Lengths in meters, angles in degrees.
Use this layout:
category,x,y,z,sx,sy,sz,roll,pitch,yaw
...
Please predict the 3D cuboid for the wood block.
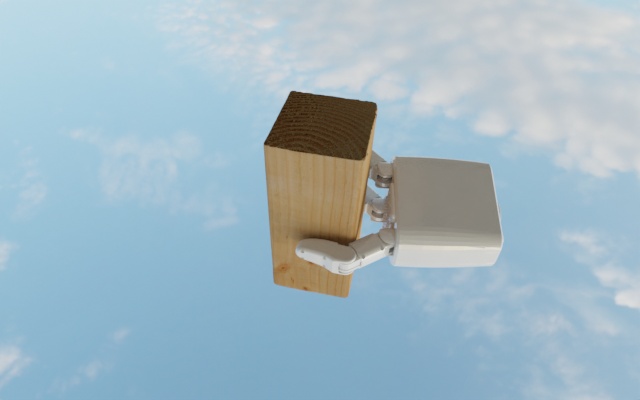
category,x,y,z,sx,sy,sz,roll,pitch,yaw
wood block,0.000,0.002,0.503,0.090,0.206,0.090,10,46,8
